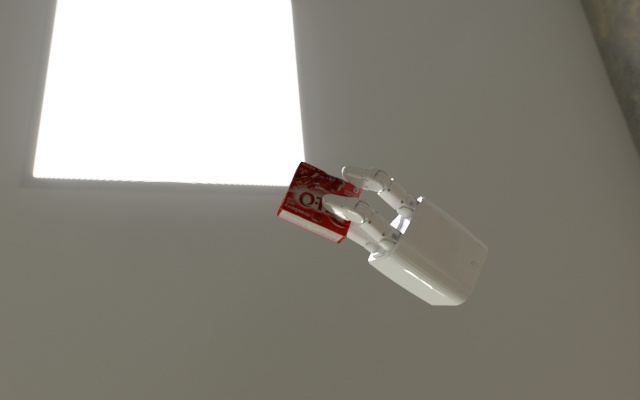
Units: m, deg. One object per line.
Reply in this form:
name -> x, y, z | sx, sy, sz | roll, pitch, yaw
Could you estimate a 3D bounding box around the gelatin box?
gelatin box -> 0.000, 0.002, 0.596 | 0.089, 0.073, 0.030 | 25, -28, -7
